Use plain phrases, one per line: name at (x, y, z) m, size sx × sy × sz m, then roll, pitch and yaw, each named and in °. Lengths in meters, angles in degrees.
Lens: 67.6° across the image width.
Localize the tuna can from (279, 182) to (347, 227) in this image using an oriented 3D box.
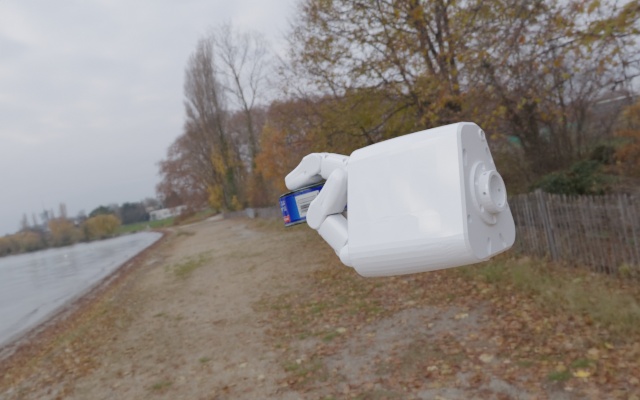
tuna can at (0.000, 0.001, 0.507) m, size 0.086 × 0.034 × 0.086 m, roll -15°, pitch -2°, yaw -1°
